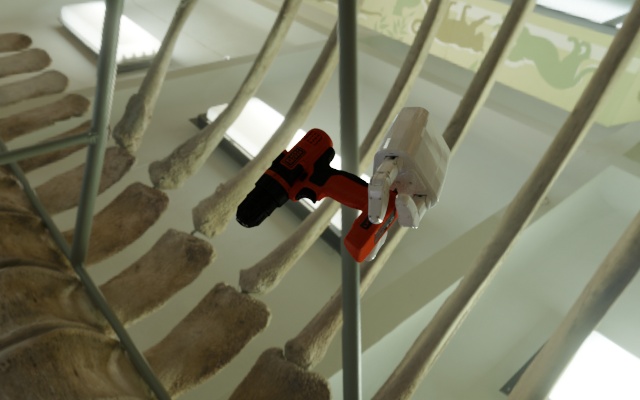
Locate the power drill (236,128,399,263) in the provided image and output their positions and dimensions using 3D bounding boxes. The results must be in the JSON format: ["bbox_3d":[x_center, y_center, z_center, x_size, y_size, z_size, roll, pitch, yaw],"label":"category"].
[{"bbox_3d":[0.001,0.002,0.658,0.187,0.184,0.057,35,-18,20],"label":"power drill"}]
